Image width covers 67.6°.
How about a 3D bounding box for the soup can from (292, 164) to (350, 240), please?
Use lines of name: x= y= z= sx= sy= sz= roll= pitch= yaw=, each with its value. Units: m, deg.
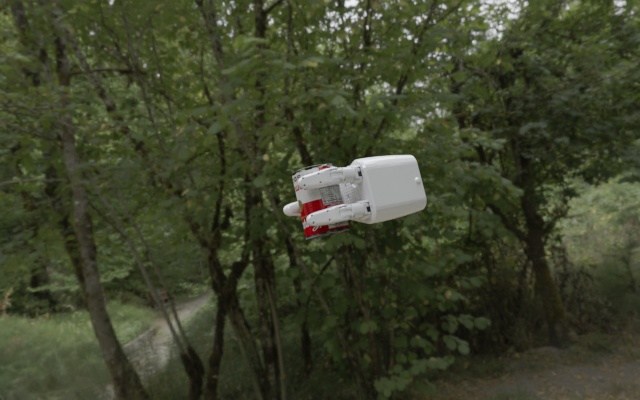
soup can: x=0.000 y=0.002 z=0.718 sx=0.068 sy=0.102 sz=0.068 roll=-13 pitch=-6 yaw=-1
